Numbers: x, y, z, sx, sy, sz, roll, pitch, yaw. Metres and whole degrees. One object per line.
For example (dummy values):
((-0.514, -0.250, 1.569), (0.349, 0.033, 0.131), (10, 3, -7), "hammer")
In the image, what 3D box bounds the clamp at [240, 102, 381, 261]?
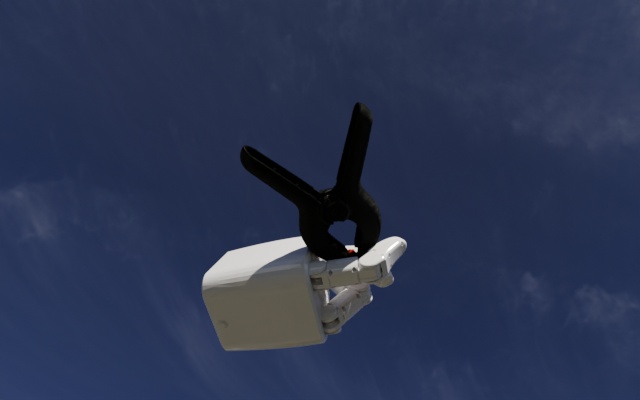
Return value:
((0.000, 0.001, 0.448), (0.120, 0.171, 0.039), (-10, 26, 7), "clamp")
